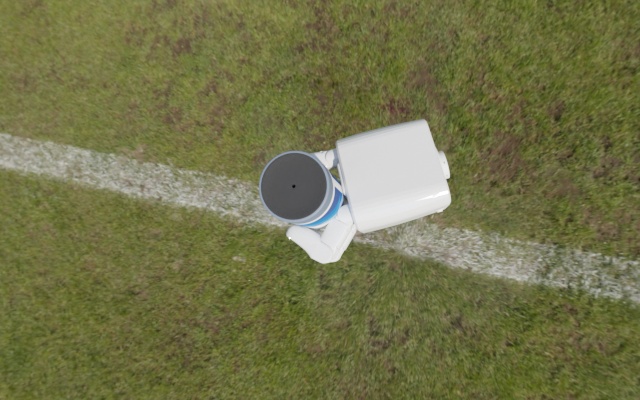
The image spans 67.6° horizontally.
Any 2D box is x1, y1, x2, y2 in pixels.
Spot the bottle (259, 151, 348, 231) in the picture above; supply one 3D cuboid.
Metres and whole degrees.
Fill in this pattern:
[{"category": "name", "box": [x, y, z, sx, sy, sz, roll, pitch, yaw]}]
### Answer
[{"category": "bottle", "box": [0.000, 0.002, 0.578, 0.069, 0.069, 0.296, 0, -6, 10]}]
